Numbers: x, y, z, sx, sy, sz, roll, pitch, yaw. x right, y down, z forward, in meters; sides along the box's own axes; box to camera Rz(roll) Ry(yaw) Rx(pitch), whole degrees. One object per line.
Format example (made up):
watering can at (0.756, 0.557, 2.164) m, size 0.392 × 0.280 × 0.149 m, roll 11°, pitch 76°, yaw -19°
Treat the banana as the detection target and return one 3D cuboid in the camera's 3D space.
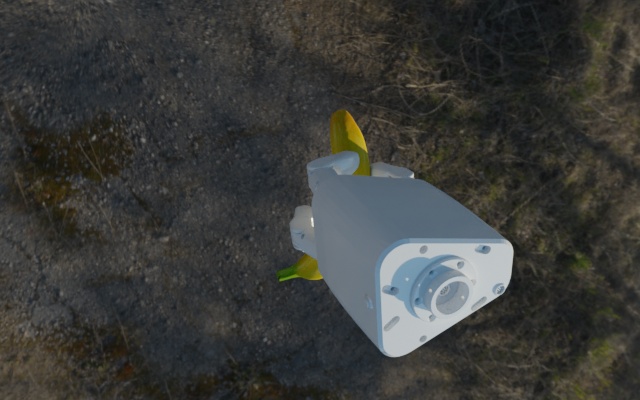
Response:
banana at (0.016, 0.008, 0.493) m, size 0.069 × 0.198 × 0.037 m, roll 12°, pitch 19°, yaw -23°
